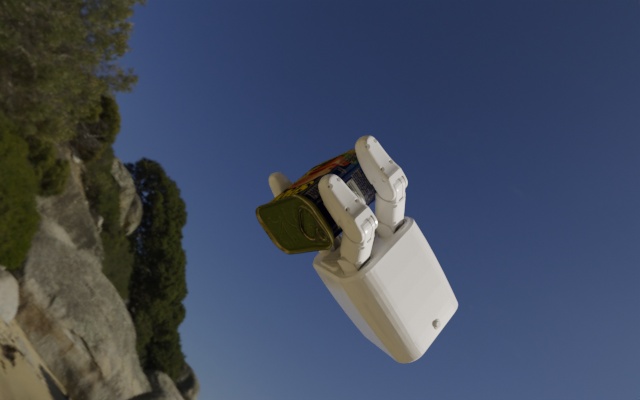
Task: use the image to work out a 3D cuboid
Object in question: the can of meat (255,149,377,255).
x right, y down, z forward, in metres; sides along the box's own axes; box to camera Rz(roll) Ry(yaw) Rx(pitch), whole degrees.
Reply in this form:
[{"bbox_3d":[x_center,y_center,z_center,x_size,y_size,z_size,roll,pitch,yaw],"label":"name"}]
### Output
[{"bbox_3d":[0.000,0.001,0.451,0.084,0.057,0.102,-40,13,-31],"label":"can of meat"}]
